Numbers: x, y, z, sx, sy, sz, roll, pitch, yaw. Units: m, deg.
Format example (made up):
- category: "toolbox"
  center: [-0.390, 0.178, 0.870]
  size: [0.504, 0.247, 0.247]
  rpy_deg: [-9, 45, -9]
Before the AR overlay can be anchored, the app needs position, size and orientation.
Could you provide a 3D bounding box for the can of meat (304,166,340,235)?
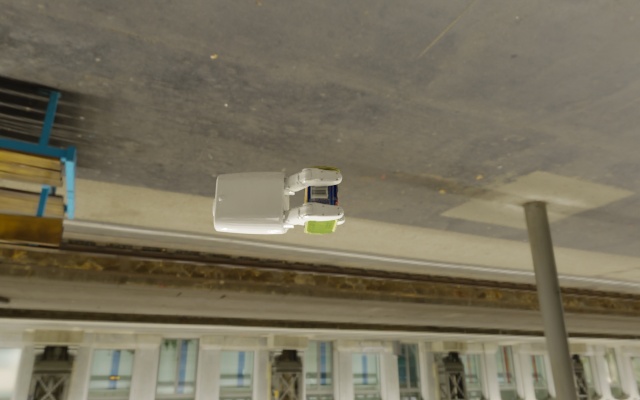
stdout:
- category: "can of meat"
  center: [0.000, 0.003, 0.771]
  size: [0.057, 0.084, 0.102]
  rpy_deg: [1, -20, -3]
